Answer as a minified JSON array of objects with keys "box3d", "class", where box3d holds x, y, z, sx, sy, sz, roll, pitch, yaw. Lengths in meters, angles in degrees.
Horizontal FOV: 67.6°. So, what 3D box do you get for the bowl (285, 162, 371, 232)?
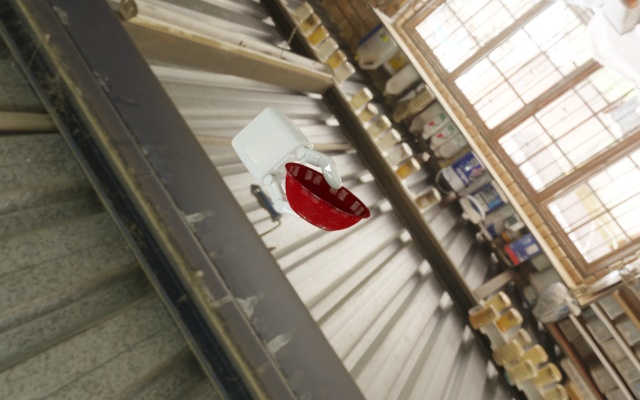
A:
[{"box3d":[0.001,0.004,0.782,0.162,0.055,0.162,29,15,-9],"class":"bowl"}]
